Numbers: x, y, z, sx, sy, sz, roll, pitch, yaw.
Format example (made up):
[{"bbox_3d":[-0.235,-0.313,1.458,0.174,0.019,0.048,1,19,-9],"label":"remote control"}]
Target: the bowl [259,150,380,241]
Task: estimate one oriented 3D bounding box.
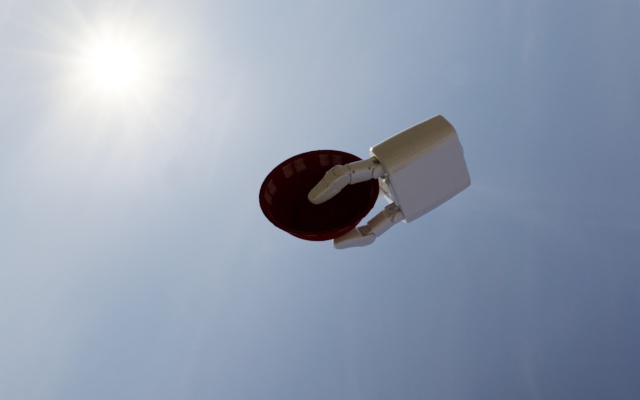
[{"bbox_3d":[-0.001,0.003,0.653,0.162,0.162,0.055,0,-44,9],"label":"bowl"}]
